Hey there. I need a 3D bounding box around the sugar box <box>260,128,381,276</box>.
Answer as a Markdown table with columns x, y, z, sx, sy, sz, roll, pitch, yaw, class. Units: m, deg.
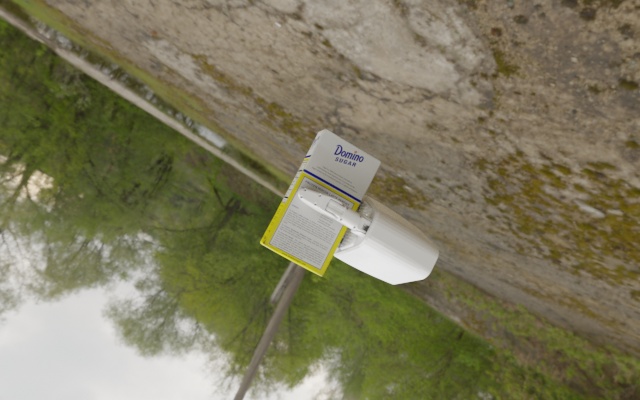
| x | y | z | sx | sy | sz | roll | pitch | yaw | class |
| --- | --- | --- | --- | --- | --- | --- | --- | --- | --- |
| 0.000 | 0.002 | 0.648 | 0.093 | 0.176 | 0.048 | 30 | -7 | -13 | sugar box |
